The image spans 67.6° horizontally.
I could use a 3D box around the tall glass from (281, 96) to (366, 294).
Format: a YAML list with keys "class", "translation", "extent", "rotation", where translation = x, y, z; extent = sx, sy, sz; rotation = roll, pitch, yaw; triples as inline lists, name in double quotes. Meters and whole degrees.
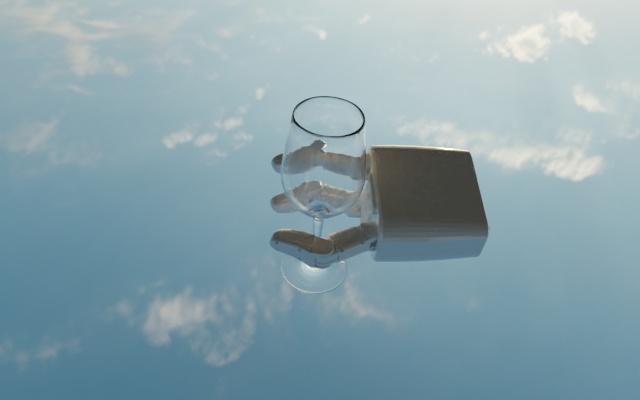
- class: "tall glass"
  translation: [0.000, 0.002, 0.464]
  extent: [0.079, 0.201, 0.079]
  rotation: [3, 44, -3]
